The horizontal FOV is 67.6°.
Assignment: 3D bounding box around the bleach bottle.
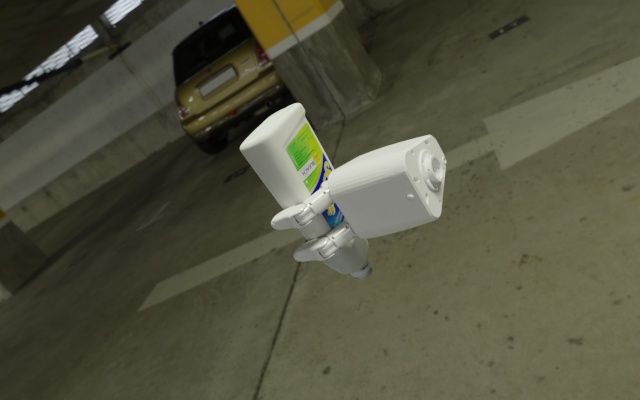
[{"bbox_3d":[0.000,0.002,0.642,0.068,0.251,0.102,-16,27,39],"label":"bleach bottle"}]
